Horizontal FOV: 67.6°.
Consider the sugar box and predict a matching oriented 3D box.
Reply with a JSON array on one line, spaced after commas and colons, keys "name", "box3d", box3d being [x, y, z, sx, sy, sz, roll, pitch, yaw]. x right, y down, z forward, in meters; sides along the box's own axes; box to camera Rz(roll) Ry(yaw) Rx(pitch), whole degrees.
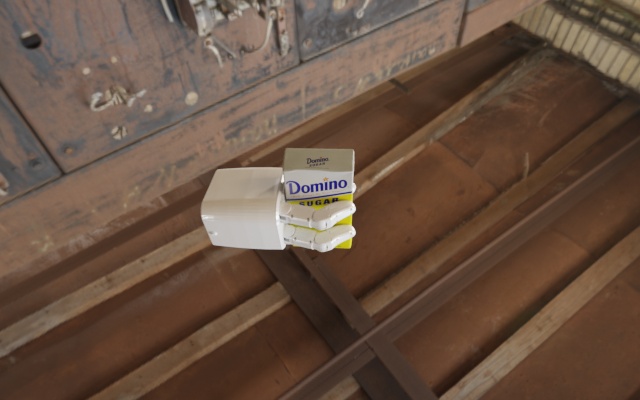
[{"name": "sugar box", "box3d": [0.000, 0.003, 0.677, 0.093, 0.048, 0.176, 1, -37, 4]}]
